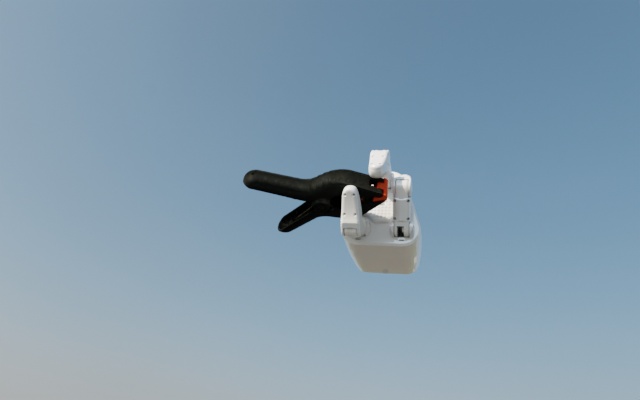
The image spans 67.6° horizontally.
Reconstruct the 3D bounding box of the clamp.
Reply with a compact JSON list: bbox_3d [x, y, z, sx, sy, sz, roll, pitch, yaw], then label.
[{"bbox_3d":[0.000,0.001,0.597,0.171,0.039,0.120,1,-29,13],"label":"clamp"}]
